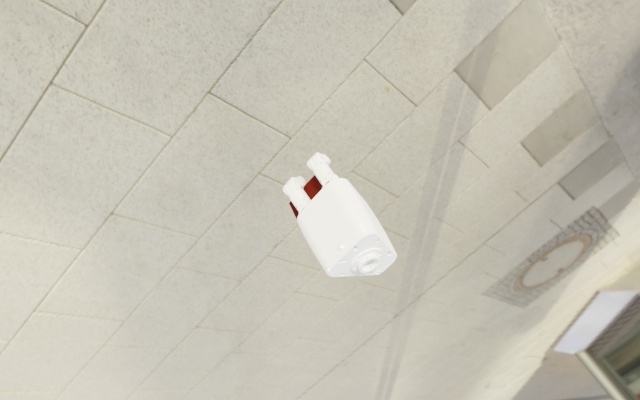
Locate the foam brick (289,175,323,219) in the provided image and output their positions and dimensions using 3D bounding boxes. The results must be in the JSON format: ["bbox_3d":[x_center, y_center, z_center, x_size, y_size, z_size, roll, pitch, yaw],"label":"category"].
[{"bbox_3d":[0.000,0.003,0.738,0.053,0.078,0.051,22,30,-44],"label":"foam brick"}]
